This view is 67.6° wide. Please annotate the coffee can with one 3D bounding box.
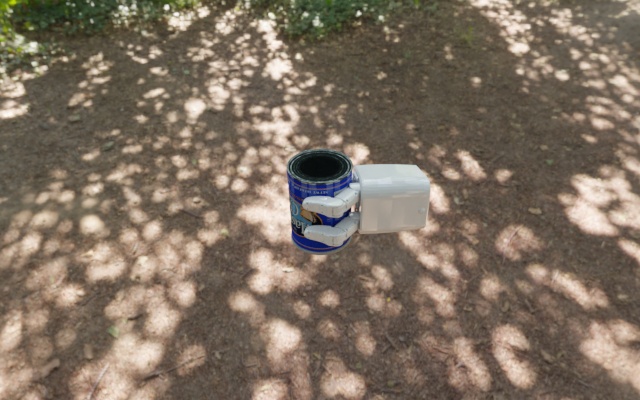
[{"bbox_3d":[0.000,0.003,0.770,0.103,0.140,0.102,-1,36,1],"label":"coffee can"}]
